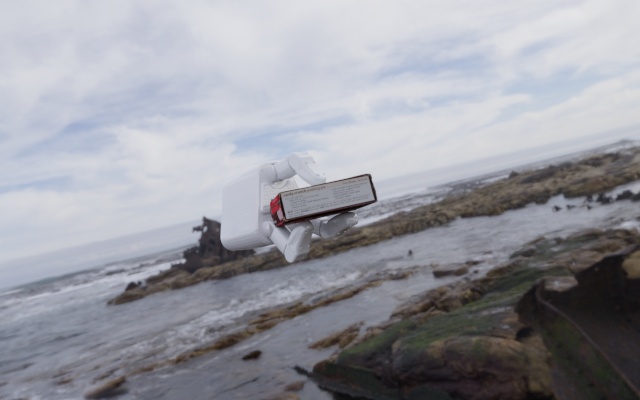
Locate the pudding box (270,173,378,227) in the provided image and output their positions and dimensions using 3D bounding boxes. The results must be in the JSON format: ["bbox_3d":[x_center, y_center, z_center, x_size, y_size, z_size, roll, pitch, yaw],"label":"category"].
[{"bbox_3d":[0.000,0.002,0.573,0.113,0.039,0.090,-14,-3,-14],"label":"pudding box"}]
